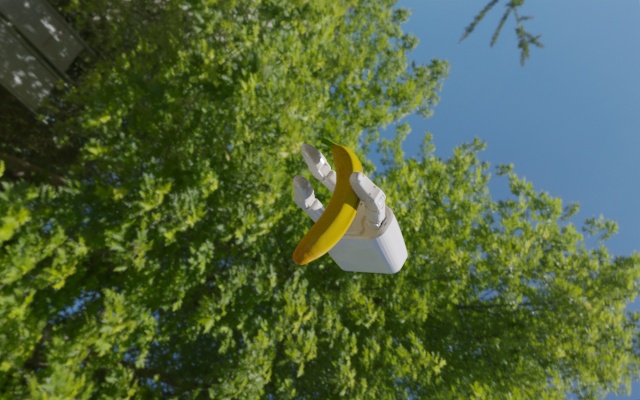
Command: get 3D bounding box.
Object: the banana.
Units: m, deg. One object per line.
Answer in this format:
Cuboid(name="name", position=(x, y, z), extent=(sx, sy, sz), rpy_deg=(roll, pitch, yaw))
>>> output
Cuboid(name="banana", position=(0.018, 0.000, 0.624), extent=(0.069, 0.197, 0.037), rpy_deg=(1, -35, 18))
